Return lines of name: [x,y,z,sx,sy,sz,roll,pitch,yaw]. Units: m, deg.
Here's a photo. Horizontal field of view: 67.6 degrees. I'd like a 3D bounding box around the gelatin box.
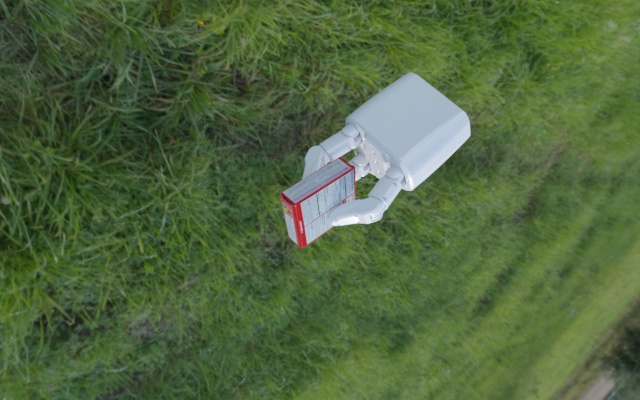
gelatin box: [0.000,0.002,0.546,0.089,0.073,0.030,-34,52,-24]
